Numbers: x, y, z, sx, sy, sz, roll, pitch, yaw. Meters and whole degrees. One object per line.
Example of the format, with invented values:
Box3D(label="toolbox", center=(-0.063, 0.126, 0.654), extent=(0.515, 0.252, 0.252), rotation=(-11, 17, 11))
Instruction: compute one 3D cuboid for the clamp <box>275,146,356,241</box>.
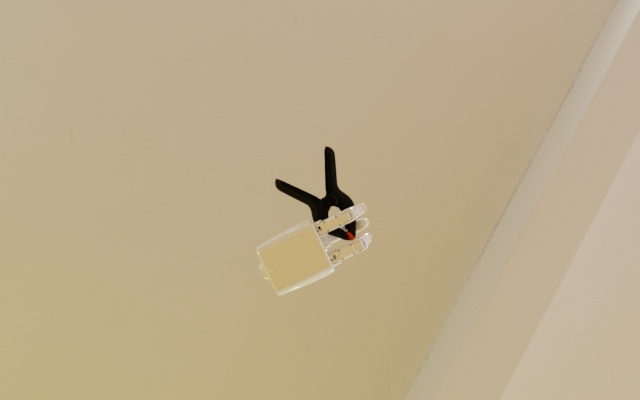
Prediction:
Box3D(label="clamp", center=(0.000, 0.003, 0.844), extent=(0.120, 0.171, 0.039), rotation=(-25, 0, -5))
